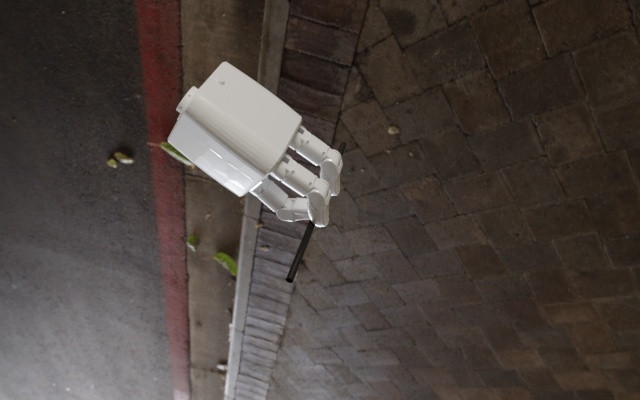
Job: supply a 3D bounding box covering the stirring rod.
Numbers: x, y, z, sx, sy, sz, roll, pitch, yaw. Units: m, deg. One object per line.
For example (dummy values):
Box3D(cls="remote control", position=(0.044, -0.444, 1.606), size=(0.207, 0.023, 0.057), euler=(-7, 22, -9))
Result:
Box3D(cls="stirring rod", position=(0.000, 0.002, 0.568), size=(0.011, 0.011, 0.239), euler=(0, 41, 21))
